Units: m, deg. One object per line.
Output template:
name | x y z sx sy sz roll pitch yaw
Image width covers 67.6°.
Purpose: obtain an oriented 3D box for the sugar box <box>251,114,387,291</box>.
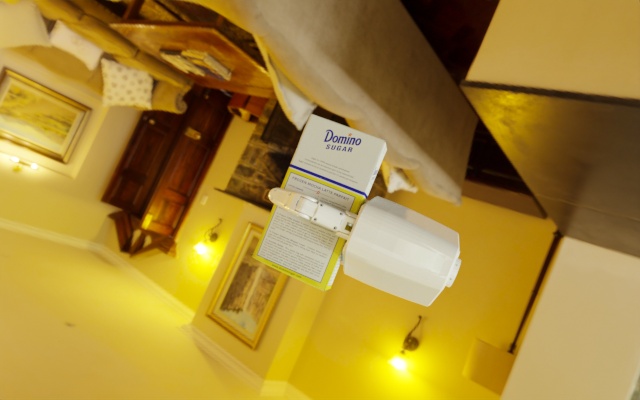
sugar box | 0.000 0.002 0.538 0.093 0.176 0.048 23 -4 12
